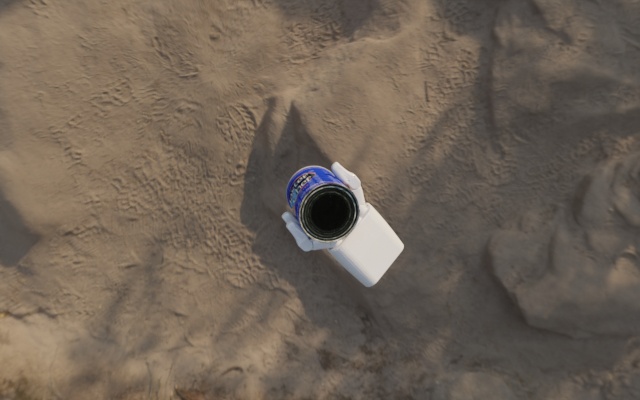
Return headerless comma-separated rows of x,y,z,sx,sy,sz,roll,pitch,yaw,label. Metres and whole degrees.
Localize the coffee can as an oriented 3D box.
0.000,0.003,0.838,0.103,0.103,0.140,0,15,-13,coffee can
